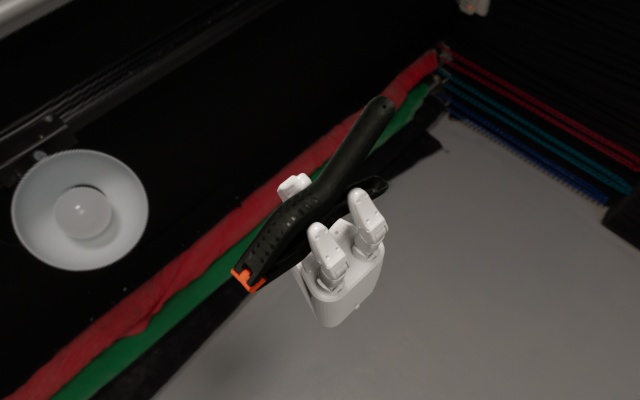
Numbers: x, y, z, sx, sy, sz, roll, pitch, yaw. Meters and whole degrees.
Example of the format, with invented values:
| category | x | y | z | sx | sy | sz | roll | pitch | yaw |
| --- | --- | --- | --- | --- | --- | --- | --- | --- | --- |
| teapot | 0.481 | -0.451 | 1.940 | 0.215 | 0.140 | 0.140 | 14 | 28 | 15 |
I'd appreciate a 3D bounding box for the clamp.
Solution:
| category | x | y | z | sx | sy | sz | roll | pitch | yaw |
| --- | --- | --- | --- | --- | --- | --- | --- | --- | --- |
| clamp | -0.001 | 0.001 | 0.461 | 0.036 | 0.210 | 0.165 | 40 | -23 | 22 |
